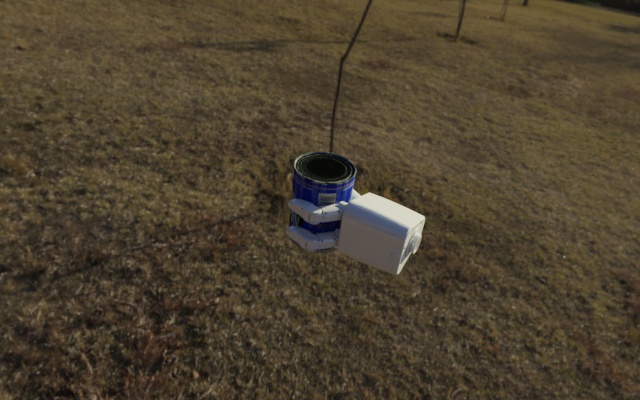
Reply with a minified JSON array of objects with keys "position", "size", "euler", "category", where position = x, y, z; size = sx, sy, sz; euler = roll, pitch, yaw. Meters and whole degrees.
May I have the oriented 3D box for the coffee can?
[{"position":[0.000,0.003,0.810],"size":[0.103,0.140,0.102],"euler":[5,34,-3],"category":"coffee can"}]
